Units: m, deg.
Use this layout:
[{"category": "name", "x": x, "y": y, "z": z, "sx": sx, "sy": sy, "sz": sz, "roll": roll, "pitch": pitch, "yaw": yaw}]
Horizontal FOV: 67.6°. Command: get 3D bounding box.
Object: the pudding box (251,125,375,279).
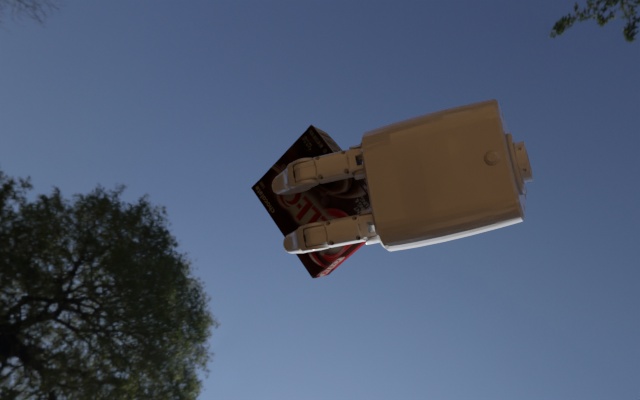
[{"category": "pudding box", "x": 0.000, "y": 0.001, "z": 0.447, "sx": 0.090, "sy": 0.113, "sz": 0.039, "roll": -44, "pitch": -22, "yaw": 20}]
